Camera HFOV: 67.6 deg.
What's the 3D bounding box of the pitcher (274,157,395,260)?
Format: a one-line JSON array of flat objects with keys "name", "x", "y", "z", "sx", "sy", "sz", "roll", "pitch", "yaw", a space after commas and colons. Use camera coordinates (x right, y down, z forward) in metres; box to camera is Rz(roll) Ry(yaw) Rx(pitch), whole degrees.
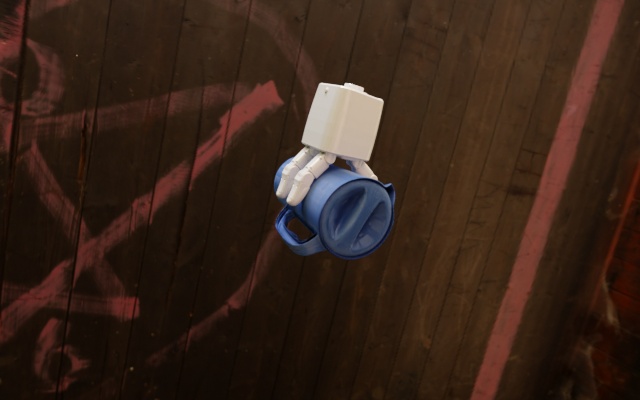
[{"name": "pitcher", "x": 0.000, "y": 0.003, "z": 0.825, "sx": 0.149, "sy": 0.145, "sz": 0.242, "roll": 10, "pitch": 11, "yaw": -29}]
